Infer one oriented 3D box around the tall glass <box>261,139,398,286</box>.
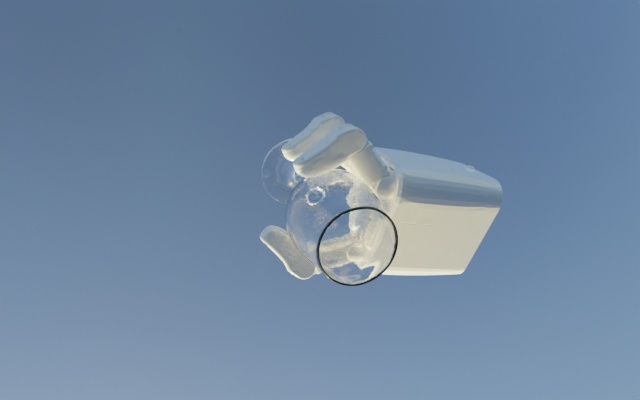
[{"bbox_3d":[0.000,0.001,0.427,0.079,0.079,0.201,0,19,-16],"label":"tall glass"}]
